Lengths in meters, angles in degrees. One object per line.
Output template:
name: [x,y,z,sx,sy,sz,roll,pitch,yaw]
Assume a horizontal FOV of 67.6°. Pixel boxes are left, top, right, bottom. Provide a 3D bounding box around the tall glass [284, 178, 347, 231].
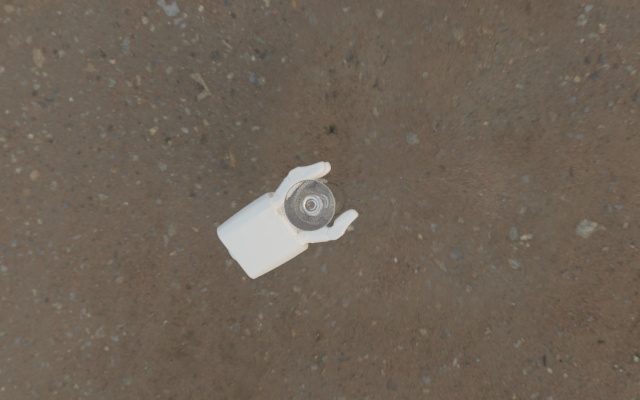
tall glass: [0.000,0.003,0.774,0.079,0.079,0.201,0,3,10]
